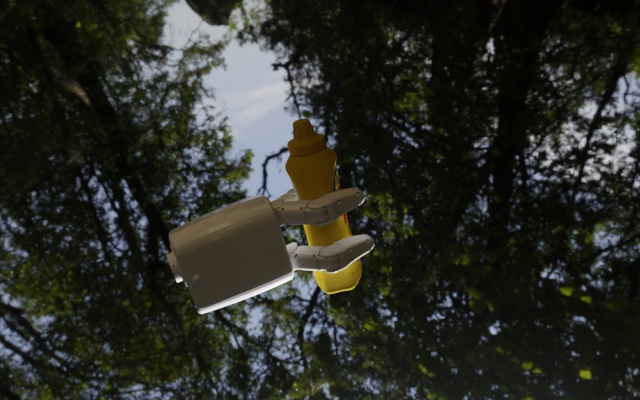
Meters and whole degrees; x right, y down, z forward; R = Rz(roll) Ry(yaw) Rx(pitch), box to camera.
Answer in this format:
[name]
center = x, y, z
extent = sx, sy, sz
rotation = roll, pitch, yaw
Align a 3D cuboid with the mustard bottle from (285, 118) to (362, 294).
[mustard bottle]
center = 0.000, 0.002, 0.540
extent = 0.058, 0.192, 0.096
rotation = -12, 22, 6
